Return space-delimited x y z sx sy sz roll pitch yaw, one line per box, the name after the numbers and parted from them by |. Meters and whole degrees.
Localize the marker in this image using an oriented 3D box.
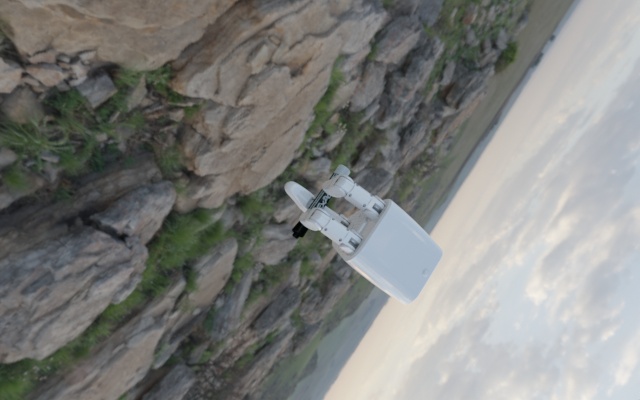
0.000 0.002 0.656 0.020 0.121 0.020 33 -16 11 | marker
